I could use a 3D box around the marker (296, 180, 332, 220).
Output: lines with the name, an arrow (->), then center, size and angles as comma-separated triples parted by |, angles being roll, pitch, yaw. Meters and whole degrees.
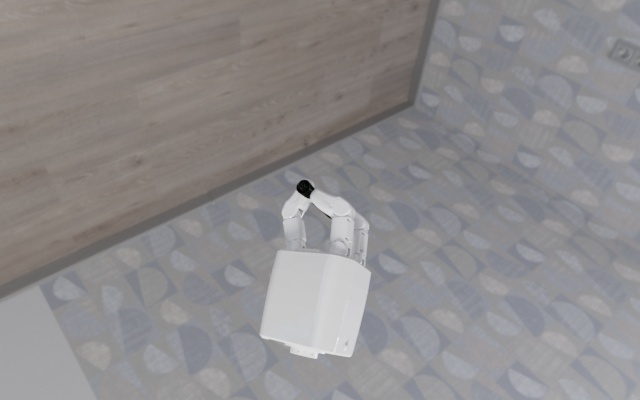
marker -> 0.000, 0.002, 0.623 | 0.020, 0.020, 0.121 | 0, -20, 24
